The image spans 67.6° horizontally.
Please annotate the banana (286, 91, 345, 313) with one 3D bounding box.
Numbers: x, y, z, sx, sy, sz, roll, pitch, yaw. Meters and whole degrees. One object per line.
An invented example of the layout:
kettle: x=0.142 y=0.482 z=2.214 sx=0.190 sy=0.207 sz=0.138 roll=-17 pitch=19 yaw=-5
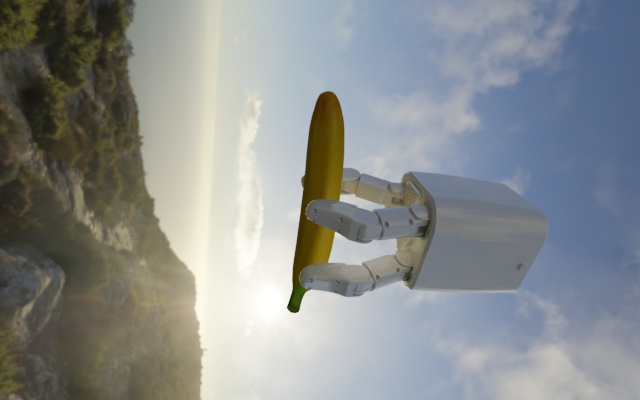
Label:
banana: x=0.000 y=0.001 z=0.438 sx=0.037 sy=0.198 sz=0.069 roll=7 pitch=12 yaw=-1
